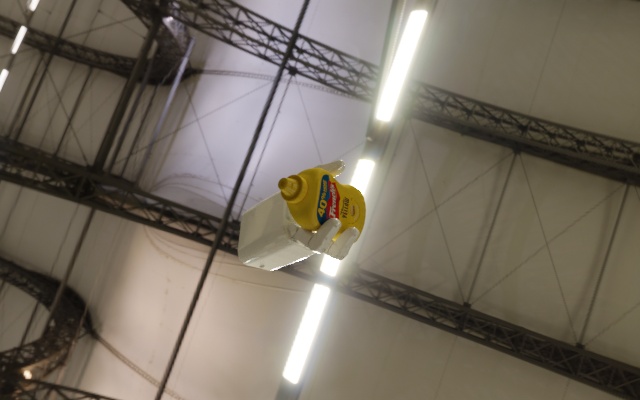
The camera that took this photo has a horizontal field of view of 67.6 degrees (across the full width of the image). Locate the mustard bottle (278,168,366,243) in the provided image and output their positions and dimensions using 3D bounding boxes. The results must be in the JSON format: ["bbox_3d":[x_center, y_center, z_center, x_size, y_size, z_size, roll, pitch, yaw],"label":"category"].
[{"bbox_3d":[0.001,0.002,0.739,0.058,0.096,0.192,0,-16,36],"label":"mustard bottle"}]
